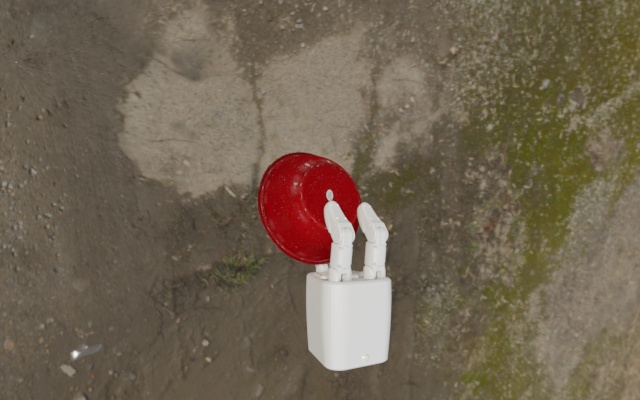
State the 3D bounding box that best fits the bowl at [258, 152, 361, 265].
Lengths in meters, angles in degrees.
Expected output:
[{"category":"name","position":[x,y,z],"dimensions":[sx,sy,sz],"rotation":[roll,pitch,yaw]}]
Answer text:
[{"category":"bowl","position":[0.000,0.001,0.639],"dimensions":[0.162,0.162,0.055],"rotation":[0,-16,-33]}]
